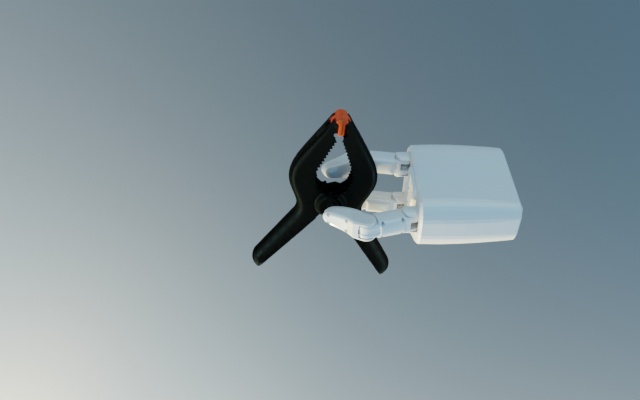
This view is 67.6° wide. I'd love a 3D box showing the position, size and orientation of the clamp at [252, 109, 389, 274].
[{"bbox_3d":[0.000,0.002,0.530,0.164,0.210,0.036,-2,34,-2],"label":"clamp"}]
